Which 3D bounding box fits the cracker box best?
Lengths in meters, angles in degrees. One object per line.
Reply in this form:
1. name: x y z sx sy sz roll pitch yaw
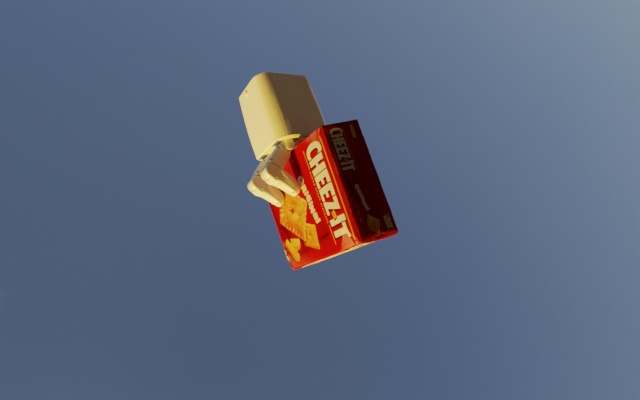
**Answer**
1. cracker box: 0.000 0.002 0.700 0.072 0.164 0.214 -15 -8 -31
